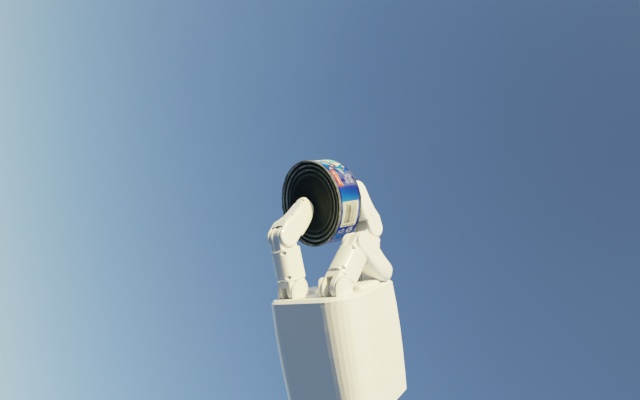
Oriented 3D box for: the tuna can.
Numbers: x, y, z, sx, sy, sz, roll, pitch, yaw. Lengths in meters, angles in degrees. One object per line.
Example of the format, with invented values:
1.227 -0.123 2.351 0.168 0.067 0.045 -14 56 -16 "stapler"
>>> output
0.000 0.001 0.481 0.034 0.086 0.086 -8 6 -43 "tuna can"
